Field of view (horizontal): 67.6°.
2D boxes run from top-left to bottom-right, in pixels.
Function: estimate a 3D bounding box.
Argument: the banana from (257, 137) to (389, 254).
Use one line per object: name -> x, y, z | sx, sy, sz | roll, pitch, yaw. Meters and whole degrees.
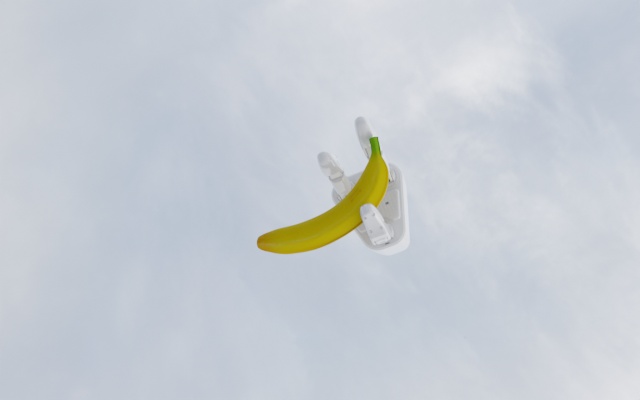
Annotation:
banana -> 0.014, 0.014, 0.575 | 0.198, 0.069, 0.037 | -41, -17, 6
